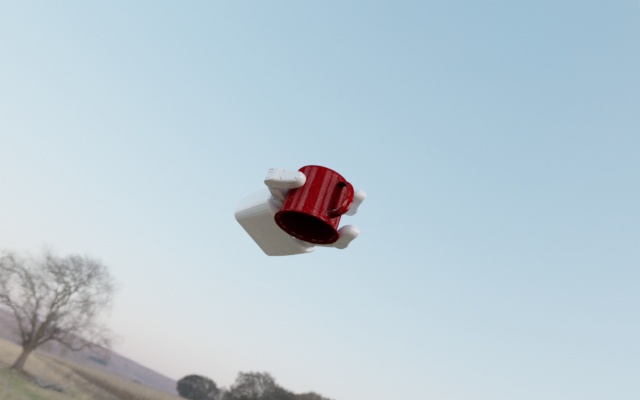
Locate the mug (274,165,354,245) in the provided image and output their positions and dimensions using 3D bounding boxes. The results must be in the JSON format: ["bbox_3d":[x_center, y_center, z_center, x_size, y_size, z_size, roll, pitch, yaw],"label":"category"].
[{"bbox_3d":[0.001,0.002,0.658,0.093,0.081,0.117,37,-32,-30],"label":"mug"}]
